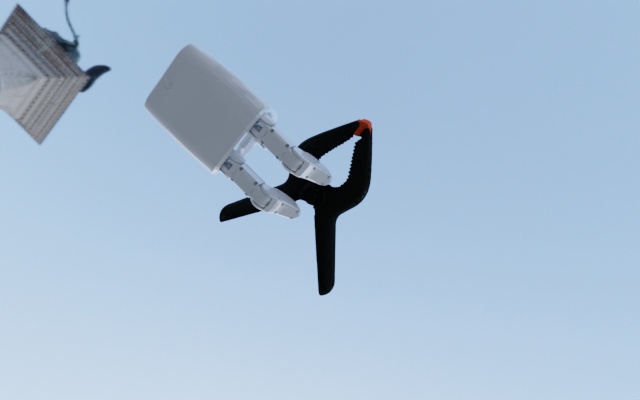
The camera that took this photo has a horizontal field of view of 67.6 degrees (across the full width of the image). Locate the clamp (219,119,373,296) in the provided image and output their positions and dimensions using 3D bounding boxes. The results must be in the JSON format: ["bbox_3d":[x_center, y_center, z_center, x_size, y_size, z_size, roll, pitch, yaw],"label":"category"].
[{"bbox_3d":[0.000,0.001,0.551,0.164,0.210,0.036,42,20,-2],"label":"clamp"}]
